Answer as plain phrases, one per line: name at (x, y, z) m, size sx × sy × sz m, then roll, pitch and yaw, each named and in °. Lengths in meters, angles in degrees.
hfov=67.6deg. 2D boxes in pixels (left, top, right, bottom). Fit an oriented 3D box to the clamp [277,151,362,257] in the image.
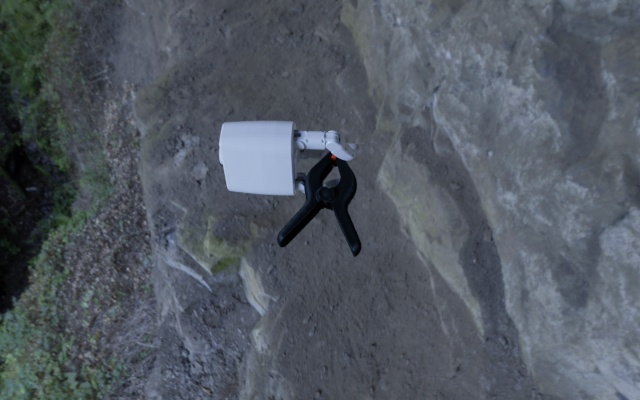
clamp at (0.000, 0.002, 0.703) m, size 0.120 × 0.171 × 0.039 m, roll 1°, pitch -30°, yaw 3°
